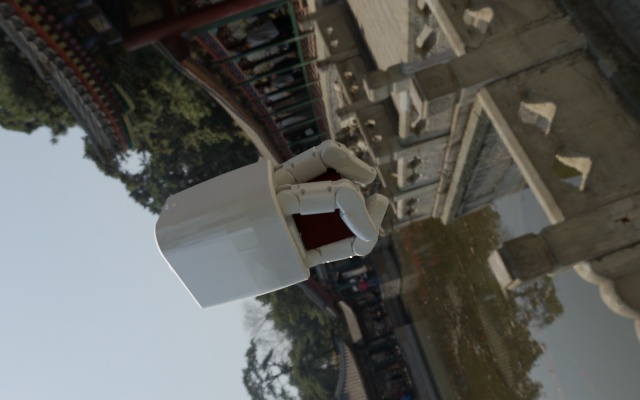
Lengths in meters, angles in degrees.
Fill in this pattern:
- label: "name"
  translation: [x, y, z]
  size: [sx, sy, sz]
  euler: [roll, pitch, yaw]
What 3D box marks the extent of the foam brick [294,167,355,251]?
- label: "foam brick"
  translation: [0.000, 0.001, 0.458]
  size: [0.051, 0.053, 0.078]
  euler: [-18, 24, 1]
